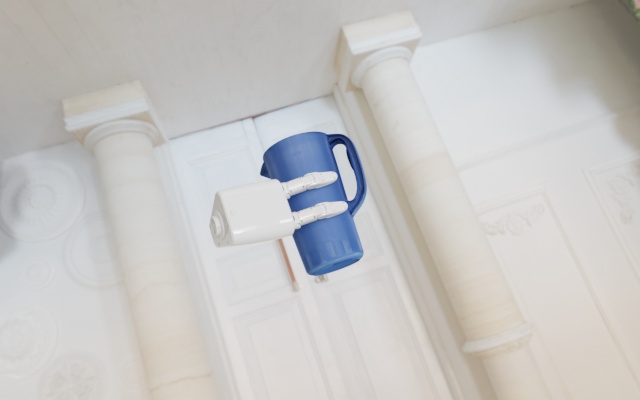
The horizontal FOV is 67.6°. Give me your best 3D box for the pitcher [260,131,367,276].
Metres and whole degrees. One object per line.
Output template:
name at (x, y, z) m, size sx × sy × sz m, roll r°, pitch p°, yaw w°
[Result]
pitcher at (0.000, 0.003, 0.865) m, size 0.145 × 0.242 × 0.149 m, roll -10°, pitch -18°, yaw -31°
